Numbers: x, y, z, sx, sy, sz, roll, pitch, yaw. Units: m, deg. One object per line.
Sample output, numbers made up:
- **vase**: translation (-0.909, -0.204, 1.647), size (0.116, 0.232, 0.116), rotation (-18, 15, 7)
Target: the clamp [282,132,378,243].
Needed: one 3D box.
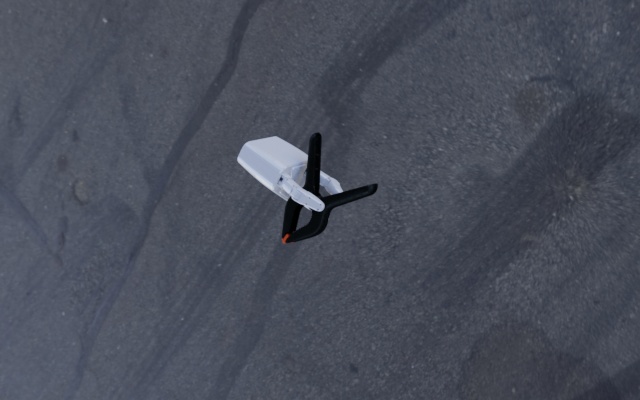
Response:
- **clamp**: translation (-0.001, 0.003, 0.874), size (0.164, 0.210, 0.036), rotation (37, 17, 27)
